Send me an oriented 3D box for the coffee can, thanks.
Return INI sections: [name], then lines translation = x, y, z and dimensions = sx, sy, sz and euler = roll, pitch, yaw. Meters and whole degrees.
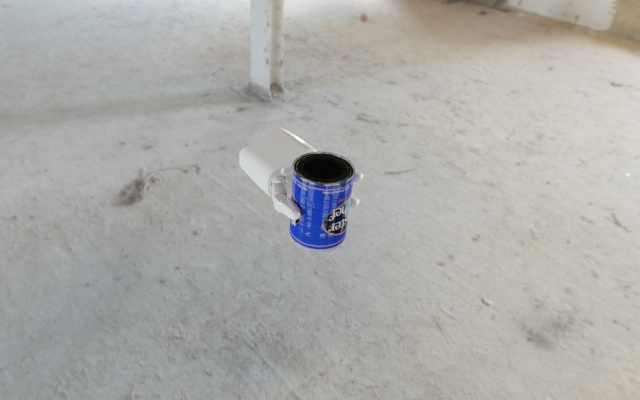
[coffee can]
translation = 0.000, 0.003, 0.812
dimensions = 0.103, 0.140, 0.102
euler = 4, 35, -3
